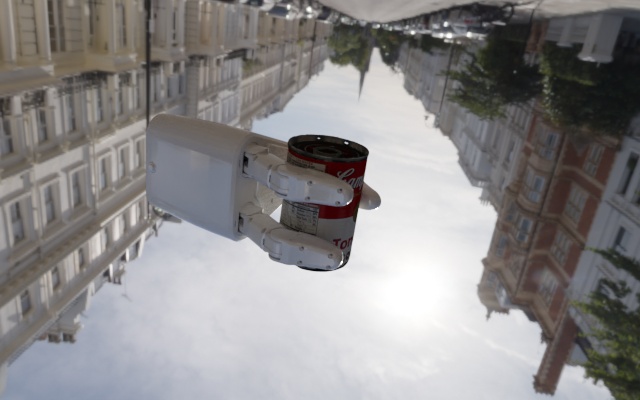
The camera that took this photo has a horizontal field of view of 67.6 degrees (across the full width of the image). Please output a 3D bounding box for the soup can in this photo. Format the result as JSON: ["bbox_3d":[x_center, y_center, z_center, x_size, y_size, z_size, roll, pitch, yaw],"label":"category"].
[{"bbox_3d":[0.001,0.002,0.411,0.068,0.102,0.068,7,21,-3],"label":"soup can"}]
